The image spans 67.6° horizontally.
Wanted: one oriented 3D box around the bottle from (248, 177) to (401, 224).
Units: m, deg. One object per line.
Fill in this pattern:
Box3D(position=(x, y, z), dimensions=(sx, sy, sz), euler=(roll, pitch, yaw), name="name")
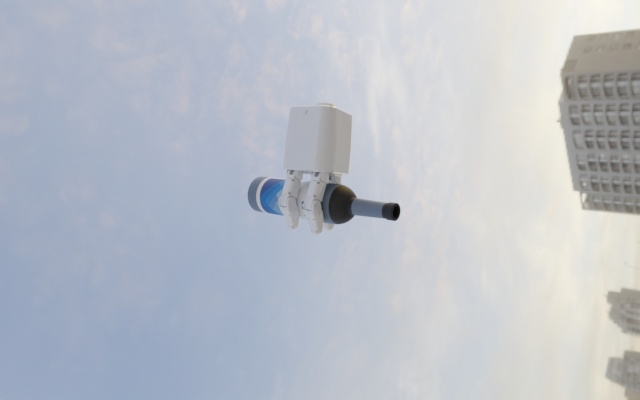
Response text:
Box3D(position=(0.000, 0.003, 0.806), dimensions=(0.295, 0.069, 0.069), euler=(7, 5, 39), name="bottle")
